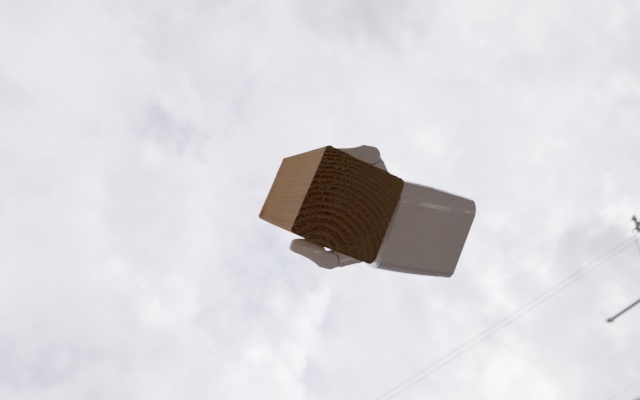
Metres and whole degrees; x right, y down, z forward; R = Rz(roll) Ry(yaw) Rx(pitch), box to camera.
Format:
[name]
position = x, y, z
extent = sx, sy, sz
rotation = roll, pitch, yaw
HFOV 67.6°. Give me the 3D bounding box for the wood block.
[wood block]
position = 0.000, 0.002, 0.546
extent = 0.090, 0.091, 0.206
rotation = 23, -5, -15
